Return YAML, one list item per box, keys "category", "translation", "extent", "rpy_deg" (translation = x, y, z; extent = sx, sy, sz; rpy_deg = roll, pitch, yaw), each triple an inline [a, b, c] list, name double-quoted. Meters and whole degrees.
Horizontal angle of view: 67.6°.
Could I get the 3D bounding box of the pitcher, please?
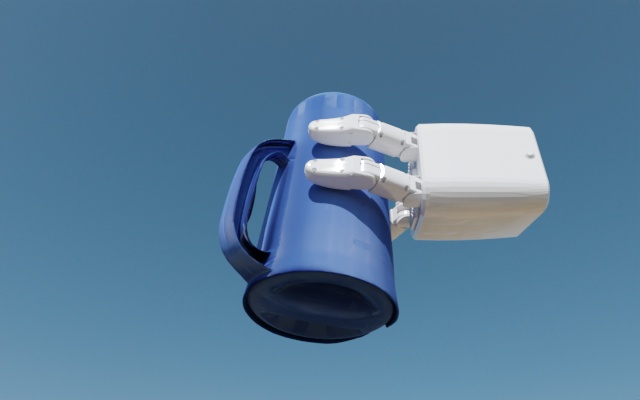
- category: "pitcher"
  translation: [0.000, 0.002, 0.470]
  extent: [0.145, 0.242, 0.149]
  rpy_deg: [0, -39, 6]
